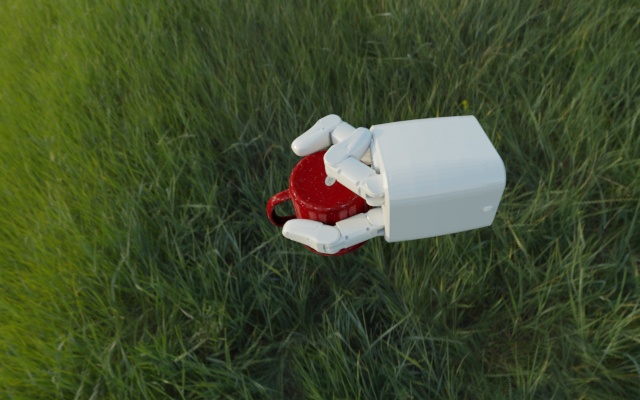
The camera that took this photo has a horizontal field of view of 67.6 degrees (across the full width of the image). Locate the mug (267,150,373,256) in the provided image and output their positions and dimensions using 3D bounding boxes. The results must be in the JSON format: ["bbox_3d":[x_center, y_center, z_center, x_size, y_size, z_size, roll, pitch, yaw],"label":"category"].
[{"bbox_3d":[-0.001,0.002,0.514,0.117,0.093,0.082,-9,-36,2],"label":"mug"}]
